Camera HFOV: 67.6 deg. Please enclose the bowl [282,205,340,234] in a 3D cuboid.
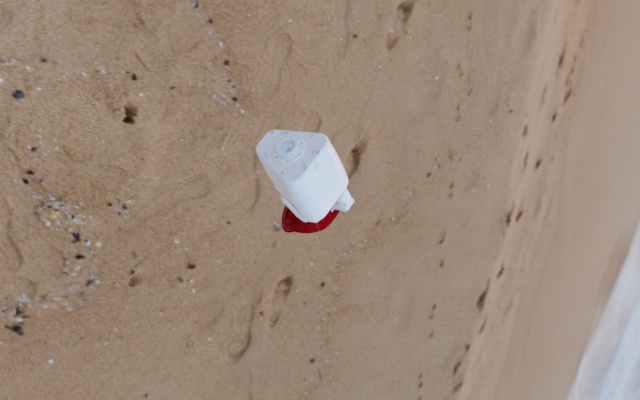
[{"bbox_3d":[0.001,0.003,0.872,0.055,0.162,0.162,32,11,19],"label":"bowl"}]
